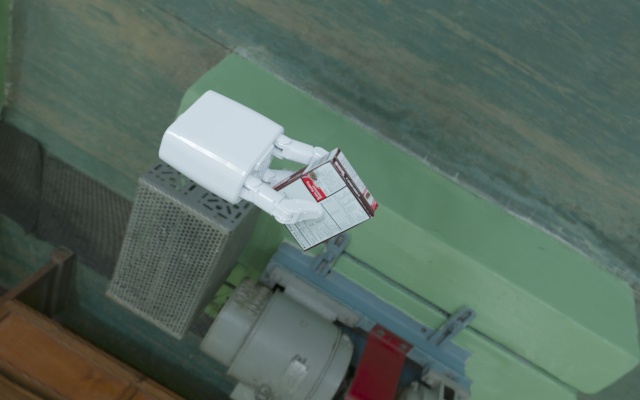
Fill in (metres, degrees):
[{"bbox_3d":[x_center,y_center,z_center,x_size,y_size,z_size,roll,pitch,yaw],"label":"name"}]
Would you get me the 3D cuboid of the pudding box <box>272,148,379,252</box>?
[{"bbox_3d":[0.000,0.002,0.590,0.113,0.090,0.039,-28,16,31],"label":"pudding box"}]
